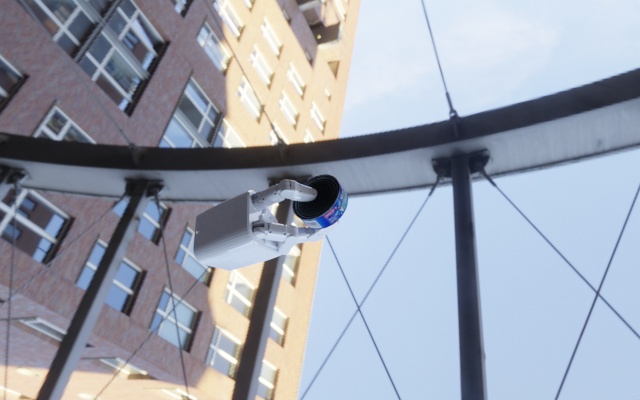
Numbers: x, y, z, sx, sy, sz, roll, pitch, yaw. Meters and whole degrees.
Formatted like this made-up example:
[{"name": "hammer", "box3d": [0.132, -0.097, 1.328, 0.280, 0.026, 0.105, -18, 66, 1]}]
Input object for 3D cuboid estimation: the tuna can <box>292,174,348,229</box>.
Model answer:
[{"name": "tuna can", "box3d": [0.000, 0.003, 0.755, 0.086, 0.086, 0.034, 0, -34, 37]}]
